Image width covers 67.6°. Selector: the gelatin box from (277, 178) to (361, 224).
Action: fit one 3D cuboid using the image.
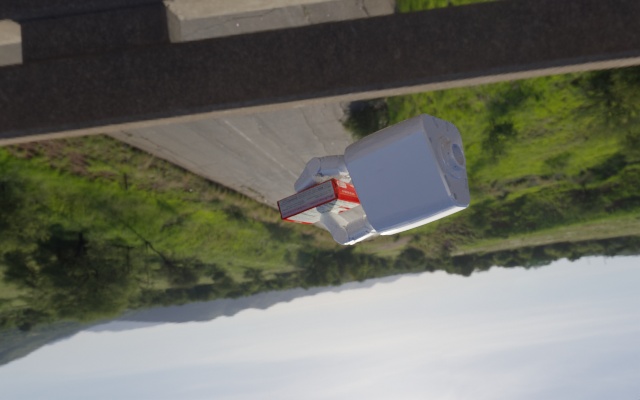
[{"bbox_3d":[0.000,0.003,0.629,0.089,0.030,0.073,-23,-17,25],"label":"gelatin box"}]
